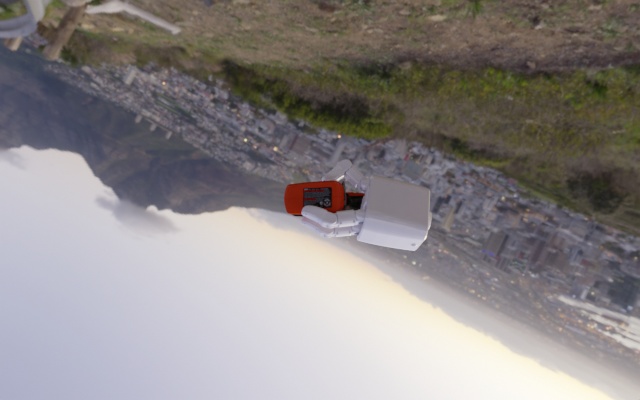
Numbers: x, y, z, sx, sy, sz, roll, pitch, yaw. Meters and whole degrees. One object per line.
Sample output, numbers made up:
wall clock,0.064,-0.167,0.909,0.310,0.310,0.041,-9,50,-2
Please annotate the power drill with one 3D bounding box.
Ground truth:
power drill,0.000,0.003,0.892,0.184,0.057,0.187,-4,-5,17
